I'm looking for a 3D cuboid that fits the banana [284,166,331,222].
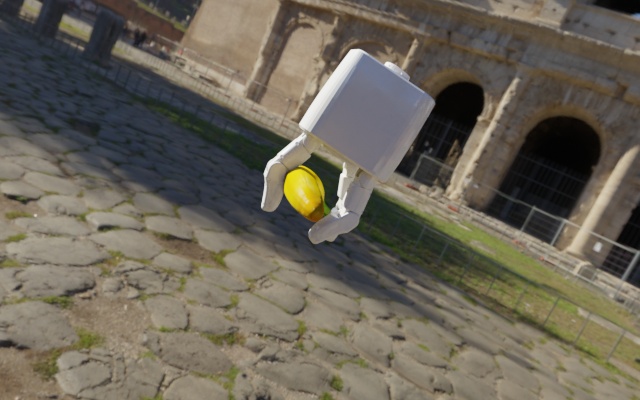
[{"bbox_3d":[-0.013,-0.011,0.555,0.069,0.037,0.198,43,4,3],"label":"banana"}]
